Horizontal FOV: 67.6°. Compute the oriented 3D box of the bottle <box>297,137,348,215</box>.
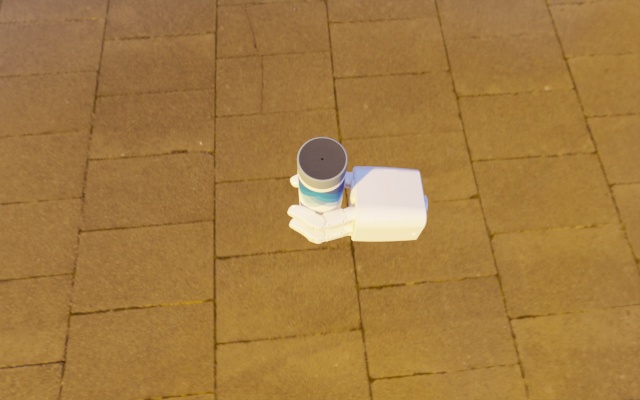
[{"bbox_3d":[0.000,0.002,0.758,0.069,0.069,0.296,0,-23,-1],"label":"bottle"}]
